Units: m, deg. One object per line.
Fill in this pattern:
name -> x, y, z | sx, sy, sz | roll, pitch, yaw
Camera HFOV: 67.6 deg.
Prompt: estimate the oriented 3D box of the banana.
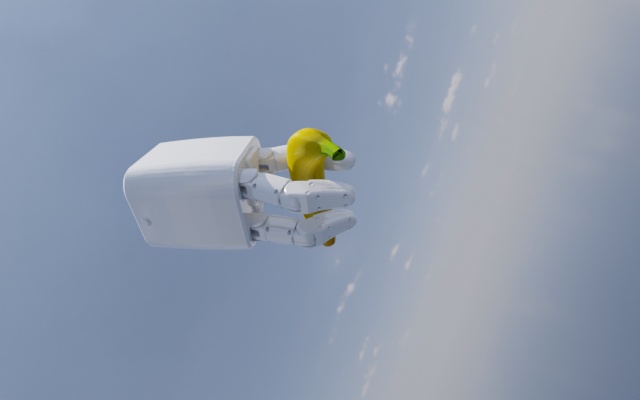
banana -> -0.007, -0.015, 0.477 | 0.037, 0.069, 0.198 | -21, -25, -9
